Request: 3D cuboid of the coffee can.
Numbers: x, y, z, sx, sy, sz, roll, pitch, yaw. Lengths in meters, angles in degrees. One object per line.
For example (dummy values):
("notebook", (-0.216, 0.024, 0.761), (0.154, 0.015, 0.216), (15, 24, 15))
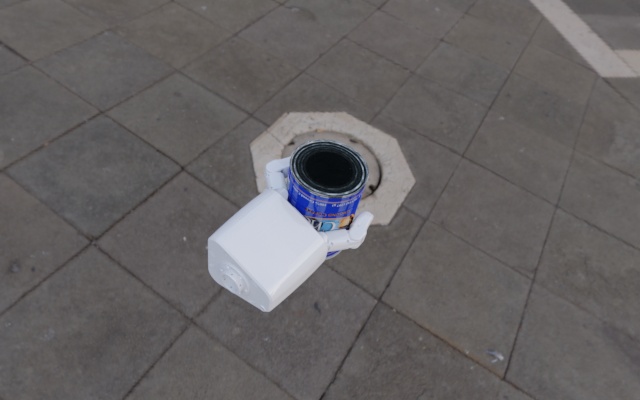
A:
("coffee can", (0.000, 0.002, 0.654), (0.103, 0.102, 0.140), (0, -40, -13))
